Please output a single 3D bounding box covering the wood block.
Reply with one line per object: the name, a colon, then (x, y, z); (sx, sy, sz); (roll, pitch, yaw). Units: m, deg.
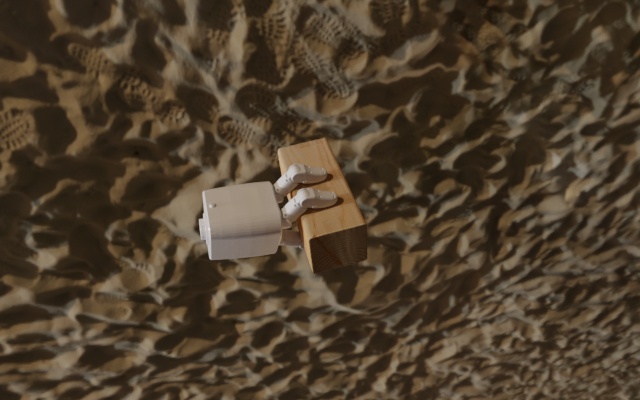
wood block: (0.000, 0.003, 0.775); (0.090, 0.206, 0.091); (-14, -42, -8)
